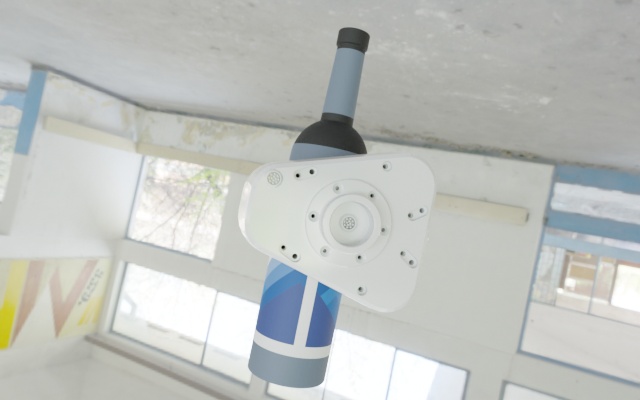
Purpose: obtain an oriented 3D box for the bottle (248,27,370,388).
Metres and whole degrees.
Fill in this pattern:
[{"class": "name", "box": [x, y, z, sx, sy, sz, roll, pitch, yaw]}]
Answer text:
[{"class": "bottle", "box": [0.000, 0.002, 0.406, 0.069, 0.295, 0.069, 11, -1, 0]}]
